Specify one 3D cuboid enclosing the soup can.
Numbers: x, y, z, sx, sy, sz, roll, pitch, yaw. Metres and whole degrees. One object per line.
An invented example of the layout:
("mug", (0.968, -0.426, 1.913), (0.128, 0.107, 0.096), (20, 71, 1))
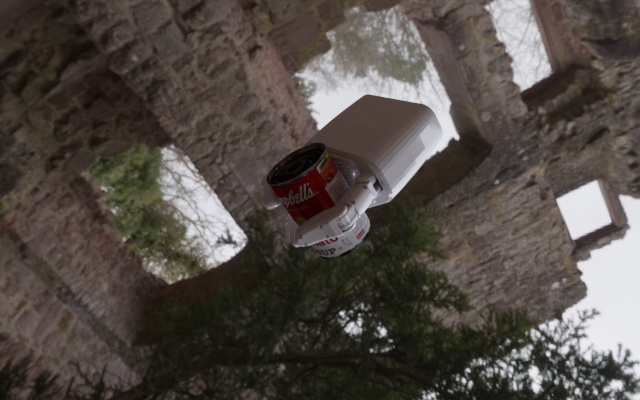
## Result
("soup can", (0.000, 0.002, 0.490), (0.068, 0.102, 0.068), (-26, 26, 14))
